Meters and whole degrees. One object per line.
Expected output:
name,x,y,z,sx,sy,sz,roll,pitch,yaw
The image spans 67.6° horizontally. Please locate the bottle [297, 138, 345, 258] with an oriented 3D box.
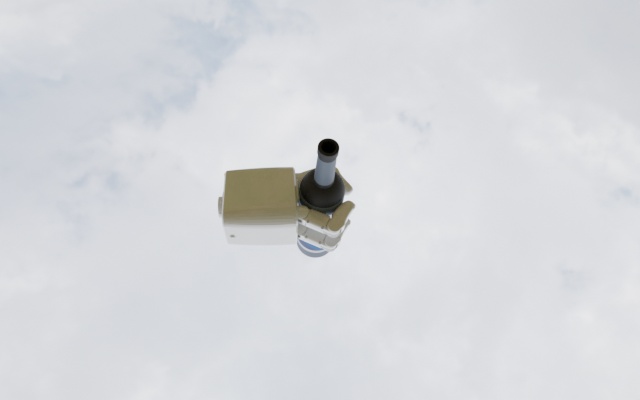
bottle,0.000,0.002,0.721,0.069,0.069,0.296,0,-28,-4
